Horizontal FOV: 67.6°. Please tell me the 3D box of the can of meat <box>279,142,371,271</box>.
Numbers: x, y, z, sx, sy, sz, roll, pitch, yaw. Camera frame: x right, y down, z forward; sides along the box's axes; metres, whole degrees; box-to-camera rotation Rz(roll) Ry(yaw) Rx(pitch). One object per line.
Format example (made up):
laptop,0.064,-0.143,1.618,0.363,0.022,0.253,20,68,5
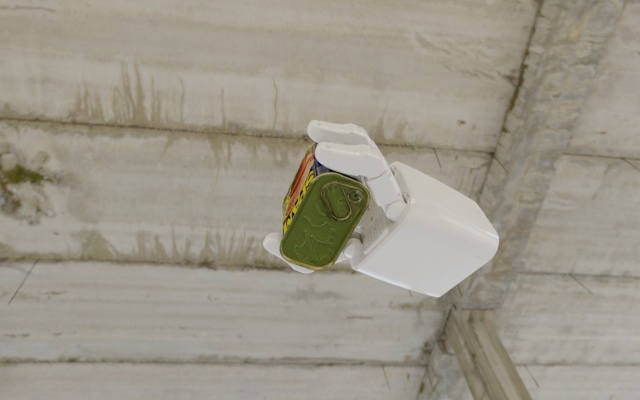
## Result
can of meat,0.000,0.001,0.465,0.057,0.102,0.084,20,26,-16
